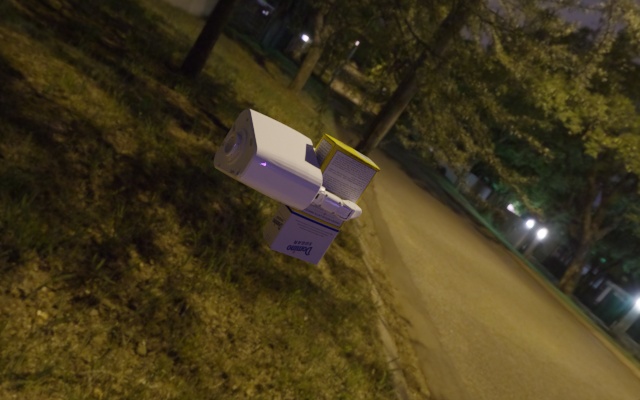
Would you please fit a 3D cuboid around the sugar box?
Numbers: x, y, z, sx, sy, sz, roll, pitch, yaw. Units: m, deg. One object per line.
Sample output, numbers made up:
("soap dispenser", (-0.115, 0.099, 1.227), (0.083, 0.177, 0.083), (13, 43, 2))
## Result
("sugar box", (0.000, 0.002, 0.692), (0.093, 0.176, 0.048), (25, 16, -35))
